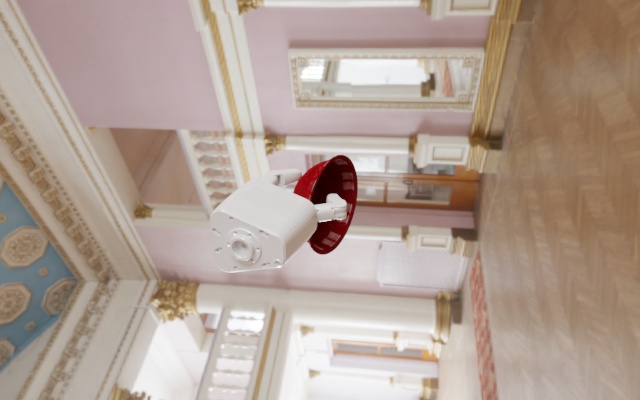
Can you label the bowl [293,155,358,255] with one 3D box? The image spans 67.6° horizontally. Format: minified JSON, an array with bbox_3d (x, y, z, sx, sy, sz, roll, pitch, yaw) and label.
[{"bbox_3d":[0.000,0.002,0.768,0.055,0.162,0.162,13,7,29],"label":"bowl"}]
